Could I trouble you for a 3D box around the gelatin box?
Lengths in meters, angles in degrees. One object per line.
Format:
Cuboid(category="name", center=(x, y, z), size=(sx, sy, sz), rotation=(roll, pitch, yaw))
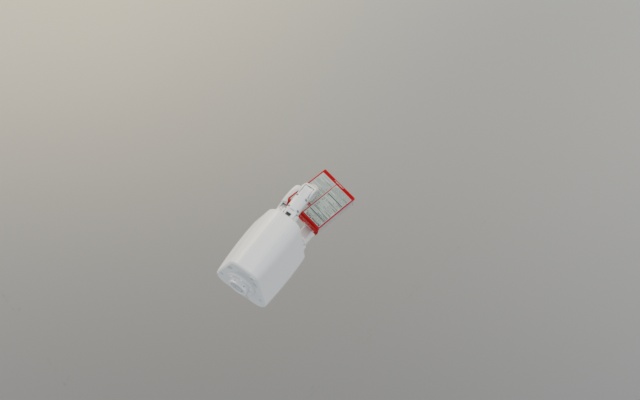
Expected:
Cuboid(category="gelatin box", center=(0.000, 0.002, 0.787), size=(0.089, 0.073, 0.030), rotation=(-39, -15, -23))
